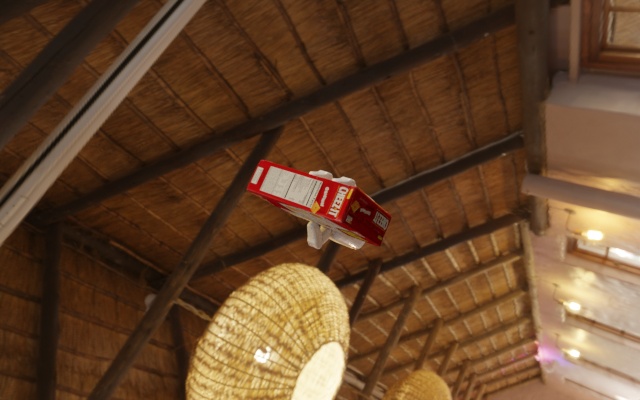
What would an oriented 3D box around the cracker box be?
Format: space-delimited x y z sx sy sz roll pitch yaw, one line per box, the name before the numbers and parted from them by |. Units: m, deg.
cracker box | 0.000 0.003 0.869 0.213 0.072 0.164 18 -9 34
